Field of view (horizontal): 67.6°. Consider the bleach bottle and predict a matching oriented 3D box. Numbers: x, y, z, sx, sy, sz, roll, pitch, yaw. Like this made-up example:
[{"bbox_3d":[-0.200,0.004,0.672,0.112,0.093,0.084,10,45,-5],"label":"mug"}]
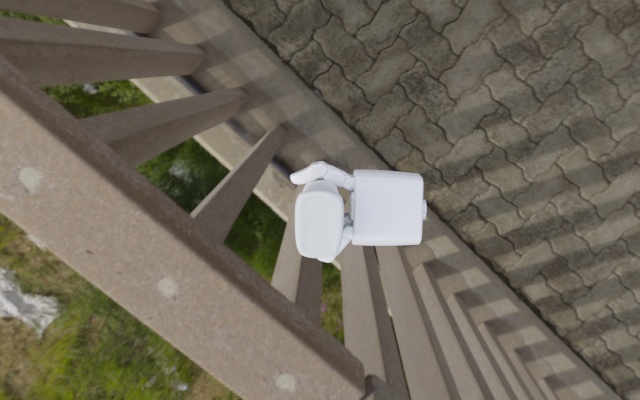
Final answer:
[{"bbox_3d":[0.000,0.003,0.772,0.068,0.102,0.250,2,16,0],"label":"bleach bottle"}]
